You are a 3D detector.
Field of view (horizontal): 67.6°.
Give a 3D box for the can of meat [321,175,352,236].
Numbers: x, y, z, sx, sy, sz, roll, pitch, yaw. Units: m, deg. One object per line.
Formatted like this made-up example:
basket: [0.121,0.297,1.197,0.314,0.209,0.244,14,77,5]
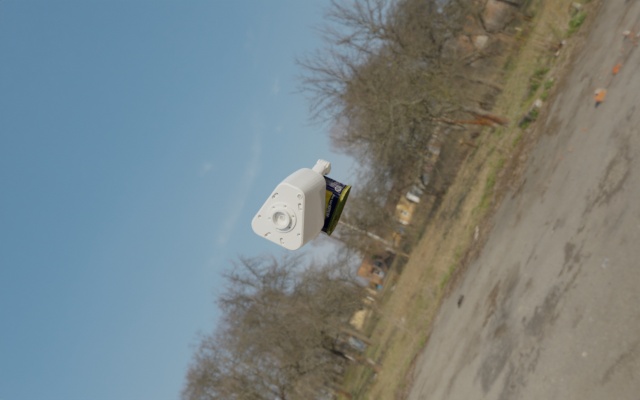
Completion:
can of meat: [0.000,0.003,0.900,0.084,0.102,0.057,24,25,10]
